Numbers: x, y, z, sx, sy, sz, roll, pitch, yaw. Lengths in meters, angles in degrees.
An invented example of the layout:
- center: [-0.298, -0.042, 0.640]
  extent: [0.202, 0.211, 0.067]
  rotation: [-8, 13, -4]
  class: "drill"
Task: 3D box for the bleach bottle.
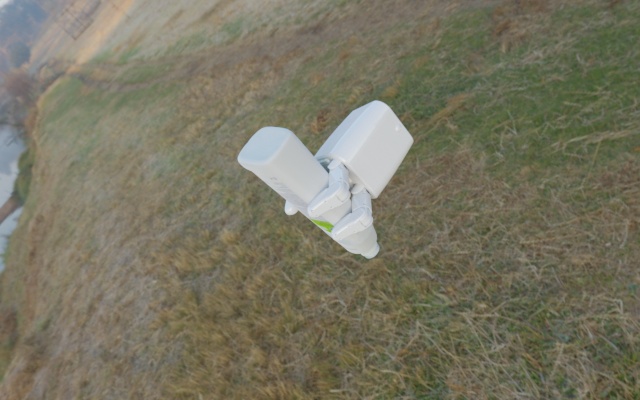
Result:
- center: [0.000, 0.002, 0.689]
  extent: [0.251, 0.068, 0.102]
  rotation: [45, -16, -32]
  class: "bleach bottle"
